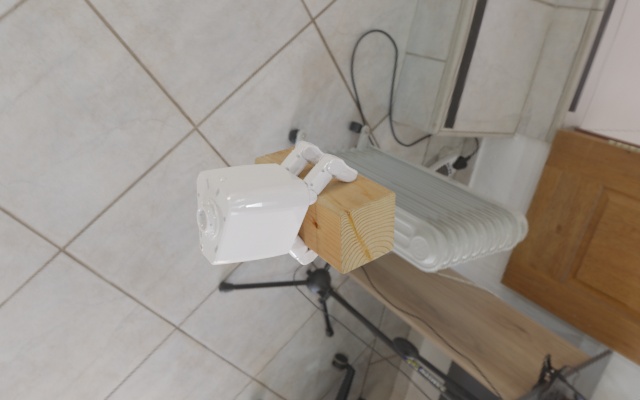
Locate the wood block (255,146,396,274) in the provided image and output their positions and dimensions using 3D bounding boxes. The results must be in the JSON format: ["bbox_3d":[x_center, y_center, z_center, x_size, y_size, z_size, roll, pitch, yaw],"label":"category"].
[{"bbox_3d":[0.000,0.003,0.666,0.090,0.091,0.206,-21,35,-29],"label":"wood block"}]
